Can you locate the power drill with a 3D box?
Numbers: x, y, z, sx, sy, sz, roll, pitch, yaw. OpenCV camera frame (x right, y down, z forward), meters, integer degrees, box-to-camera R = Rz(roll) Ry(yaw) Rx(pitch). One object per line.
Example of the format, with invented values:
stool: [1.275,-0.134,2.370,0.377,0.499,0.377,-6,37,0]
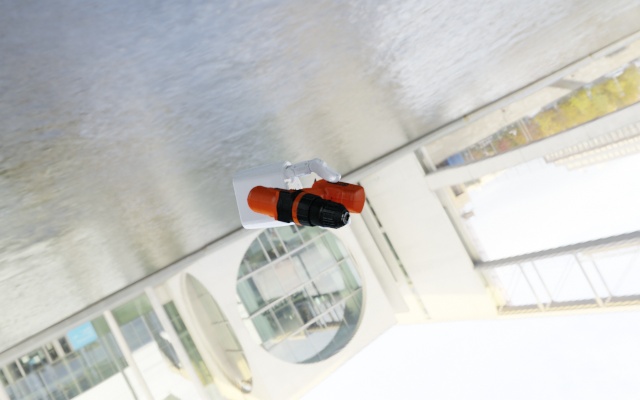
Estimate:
power drill: [0.000,0.003,0.800,0.184,0.057,0.187,13,12,31]
